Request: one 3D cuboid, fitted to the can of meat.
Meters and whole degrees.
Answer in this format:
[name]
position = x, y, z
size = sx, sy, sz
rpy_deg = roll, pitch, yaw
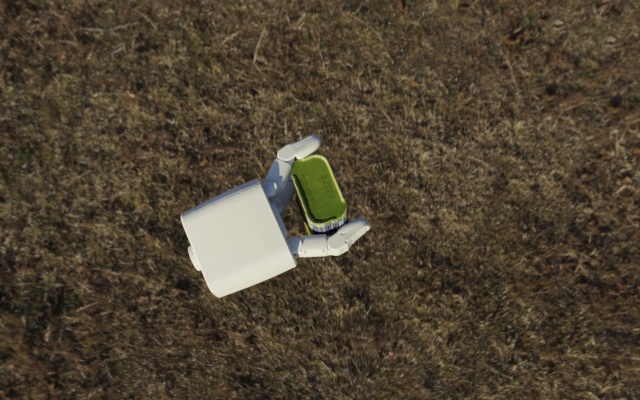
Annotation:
[can of meat]
position = 0.000, 0.002, 0.618
size = 0.057, 0.102, 0.084
rpy_deg = -20, -25, -4
